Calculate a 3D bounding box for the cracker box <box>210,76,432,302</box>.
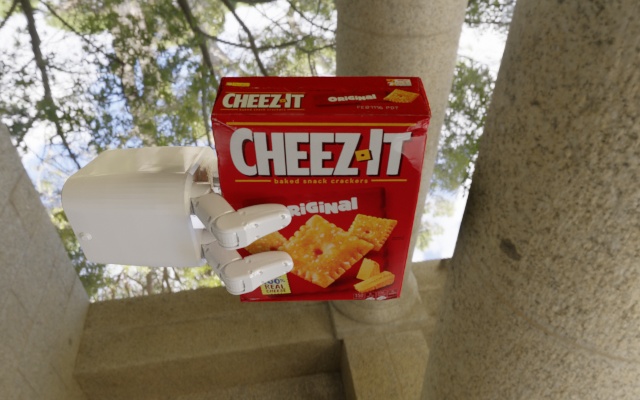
[{"bbox_3d":[0.000,0.001,0.429,0.164,0.214,0.072,0,41,-1],"label":"cracker box"}]
